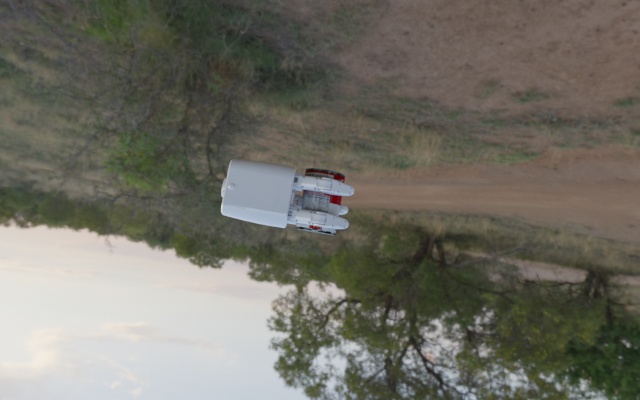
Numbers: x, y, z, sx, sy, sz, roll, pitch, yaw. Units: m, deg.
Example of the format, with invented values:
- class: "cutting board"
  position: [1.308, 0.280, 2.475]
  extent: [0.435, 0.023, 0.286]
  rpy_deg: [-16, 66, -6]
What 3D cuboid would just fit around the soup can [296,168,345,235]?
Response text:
- class: "soup can"
  position: [0.001, 0.003, 0.797]
  extent: [0.068, 0.102, 0.068]
  rpy_deg: [10, -5, 1]
